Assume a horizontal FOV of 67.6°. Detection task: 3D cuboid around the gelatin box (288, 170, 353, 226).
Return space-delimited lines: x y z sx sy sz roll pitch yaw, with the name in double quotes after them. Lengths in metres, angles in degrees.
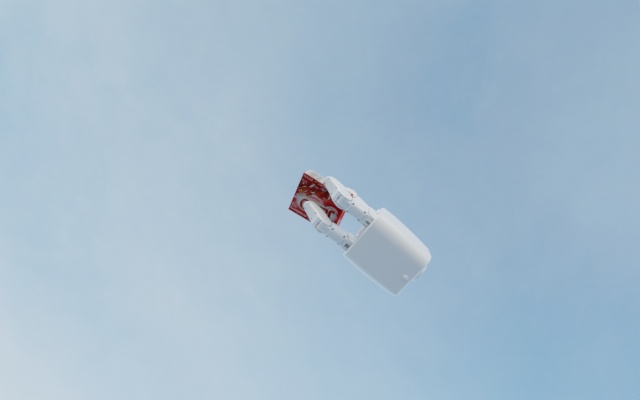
0.000 0.002 0.789 0.089 0.073 0.030 31 25 14 "gelatin box"
